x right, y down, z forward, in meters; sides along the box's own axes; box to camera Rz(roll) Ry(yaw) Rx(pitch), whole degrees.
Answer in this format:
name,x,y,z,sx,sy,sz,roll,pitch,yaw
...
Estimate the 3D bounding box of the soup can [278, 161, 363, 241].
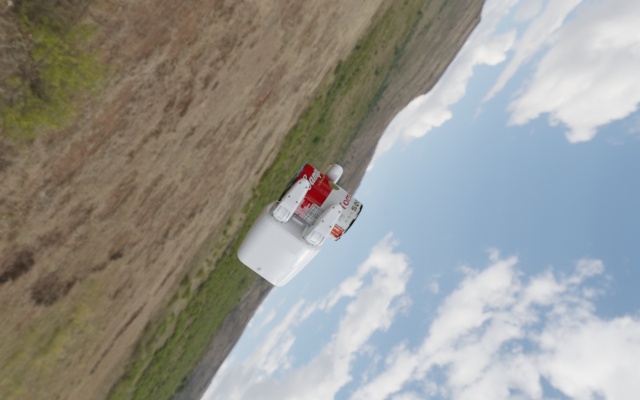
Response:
name,x,y,z,sx,sy,sz,roll,pitch,yaw
soup can,0.001,0.002,0.672,0.102,0.068,0.068,36,-4,-5
